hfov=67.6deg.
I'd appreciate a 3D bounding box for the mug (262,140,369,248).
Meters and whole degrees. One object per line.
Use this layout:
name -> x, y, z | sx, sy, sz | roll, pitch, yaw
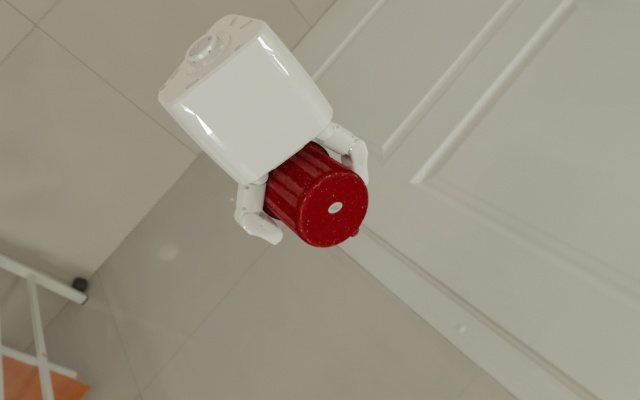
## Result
mug -> 0.001, 0.003, 0.484 | 0.117, 0.093, 0.081 | 47, -7, -39
